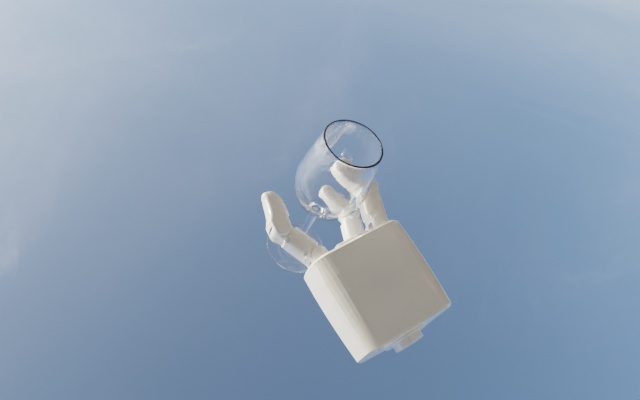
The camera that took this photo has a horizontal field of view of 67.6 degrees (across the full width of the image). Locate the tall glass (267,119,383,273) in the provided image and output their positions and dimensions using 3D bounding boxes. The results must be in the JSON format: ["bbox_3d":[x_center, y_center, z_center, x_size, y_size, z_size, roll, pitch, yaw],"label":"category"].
[{"bbox_3d":[0.000,0.002,0.530,0.079,0.079,0.201,0,-35,-23],"label":"tall glass"}]
